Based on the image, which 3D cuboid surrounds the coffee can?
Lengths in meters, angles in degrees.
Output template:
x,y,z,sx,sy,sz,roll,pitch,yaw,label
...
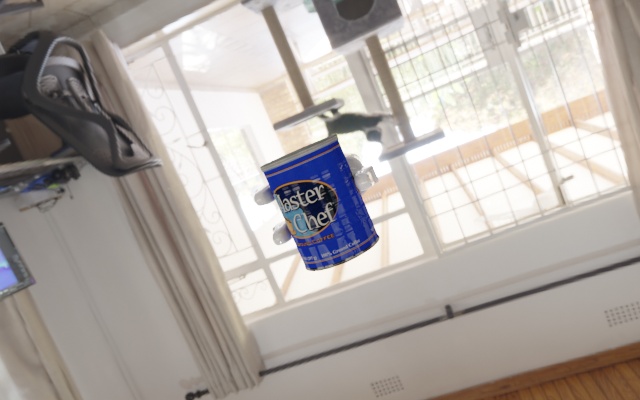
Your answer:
x,y,z,sx,sy,sz,roll,pitch,yaw,label
0.000,0.002,0.593,0.103,0.140,0.103,-23,8,3,coffee can
